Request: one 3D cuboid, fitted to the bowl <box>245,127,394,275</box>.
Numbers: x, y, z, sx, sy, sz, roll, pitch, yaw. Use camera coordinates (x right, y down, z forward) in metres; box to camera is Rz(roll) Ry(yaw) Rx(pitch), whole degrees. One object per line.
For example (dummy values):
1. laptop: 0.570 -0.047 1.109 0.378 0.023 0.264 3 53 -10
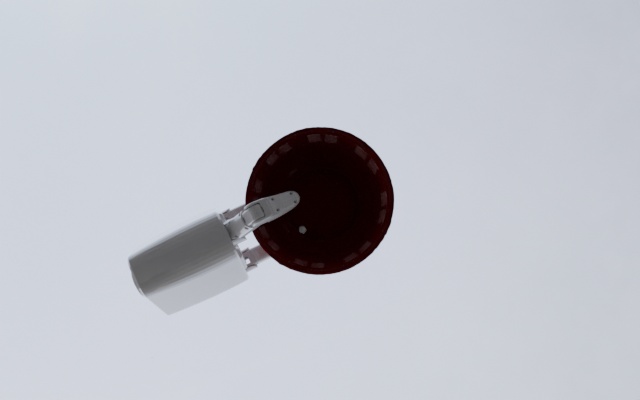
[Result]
1. bowl: 0.001 0.002 0.540 0.162 0.162 0.055 0 -6 4
